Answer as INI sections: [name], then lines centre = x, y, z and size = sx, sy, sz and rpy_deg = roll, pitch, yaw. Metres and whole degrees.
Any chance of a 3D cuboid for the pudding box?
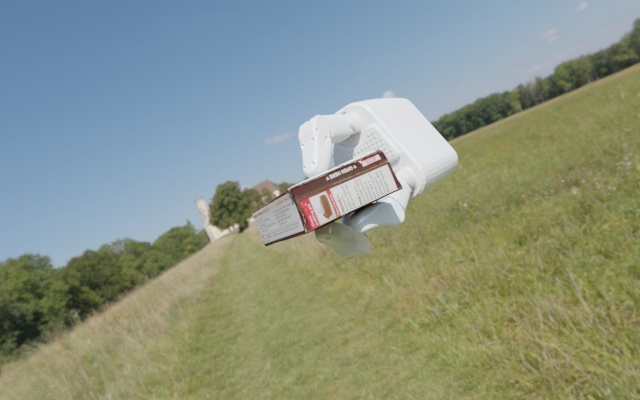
[pudding box]
centre = 0.000, 0.001, 0.400
size = 0.090, 0.039, 0.113
rpy_deg = -25, -2, -24
